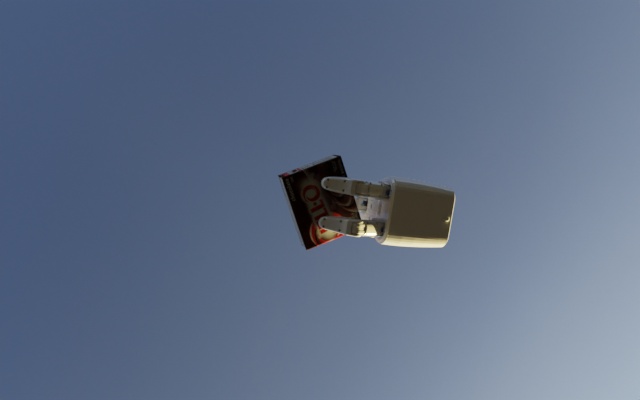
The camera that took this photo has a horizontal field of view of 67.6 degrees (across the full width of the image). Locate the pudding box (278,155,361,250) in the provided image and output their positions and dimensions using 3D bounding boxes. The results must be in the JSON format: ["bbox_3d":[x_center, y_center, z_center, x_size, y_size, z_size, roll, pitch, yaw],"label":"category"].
[{"bbox_3d":[0.000,0.002,0.677,0.090,0.113,0.039,-22,12,-13],"label":"pudding box"}]
